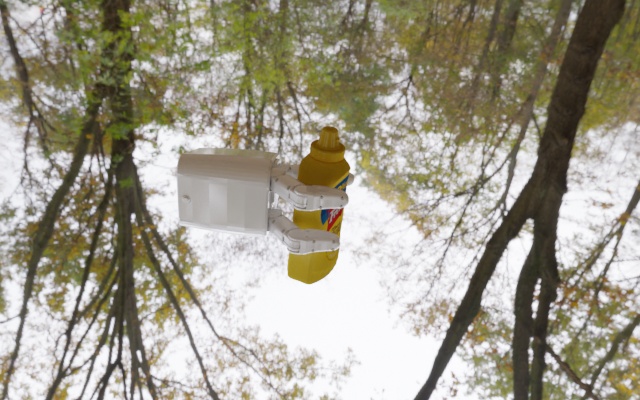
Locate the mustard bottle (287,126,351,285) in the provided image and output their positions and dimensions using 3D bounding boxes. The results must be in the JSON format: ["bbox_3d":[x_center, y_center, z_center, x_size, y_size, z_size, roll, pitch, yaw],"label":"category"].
[{"bbox_3d":[0.000,0.002,0.584,0.058,0.192,0.096,18,31,20],"label":"mustard bottle"}]
